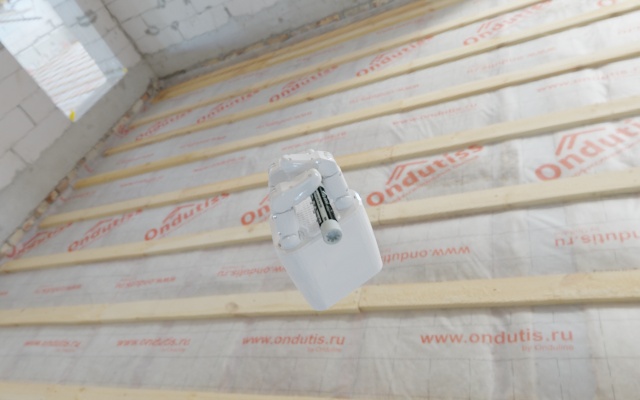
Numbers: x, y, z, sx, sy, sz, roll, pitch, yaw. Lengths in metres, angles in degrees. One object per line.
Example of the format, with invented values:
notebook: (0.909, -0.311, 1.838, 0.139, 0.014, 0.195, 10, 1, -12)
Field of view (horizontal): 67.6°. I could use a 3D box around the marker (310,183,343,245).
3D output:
marker: (0.000, 0.002, 0.490, 0.020, 0.020, 0.121, 0, 32, -13)
